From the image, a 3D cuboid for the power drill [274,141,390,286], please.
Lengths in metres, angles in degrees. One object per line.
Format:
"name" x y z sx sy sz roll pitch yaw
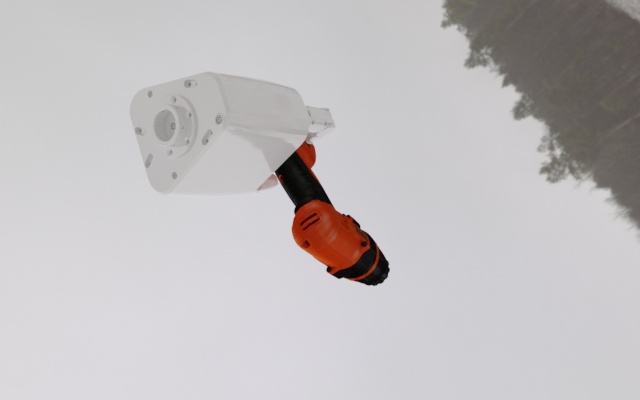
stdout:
"power drill" 0.000 0.001 0.517 0.057 0.187 0.184 -37 -32 6
